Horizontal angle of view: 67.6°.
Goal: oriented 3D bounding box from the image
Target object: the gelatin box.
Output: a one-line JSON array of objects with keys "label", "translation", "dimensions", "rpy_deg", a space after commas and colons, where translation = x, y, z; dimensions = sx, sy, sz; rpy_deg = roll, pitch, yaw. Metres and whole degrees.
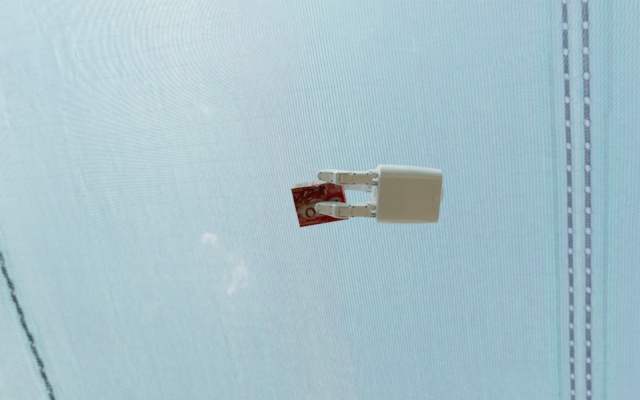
[{"label": "gelatin box", "translation": [0.000, 0.003, 0.824], "dimensions": [0.089, 0.073, 0.030], "rpy_deg": [-9, 19, 9]}]
